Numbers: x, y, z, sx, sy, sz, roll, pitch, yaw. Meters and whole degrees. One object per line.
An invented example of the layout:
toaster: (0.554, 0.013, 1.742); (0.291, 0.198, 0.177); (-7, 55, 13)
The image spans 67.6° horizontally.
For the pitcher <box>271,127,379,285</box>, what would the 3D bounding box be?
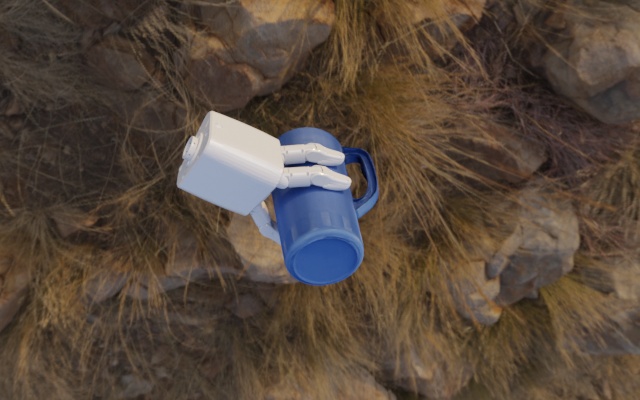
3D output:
pitcher: (0.000, 0.002, 0.719); (0.145, 0.149, 0.242); (25, 30, -28)
